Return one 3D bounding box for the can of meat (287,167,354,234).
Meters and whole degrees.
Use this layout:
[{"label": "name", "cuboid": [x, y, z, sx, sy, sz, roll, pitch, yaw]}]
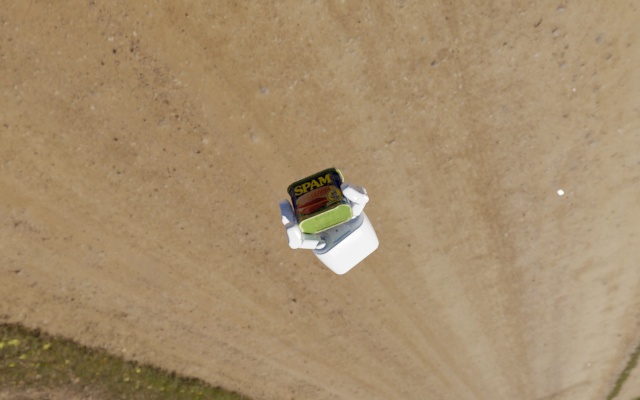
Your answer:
[{"label": "can of meat", "cuboid": [0.000, 0.003, 0.833, 0.102, 0.084, 0.057, -22, -37, 7]}]
